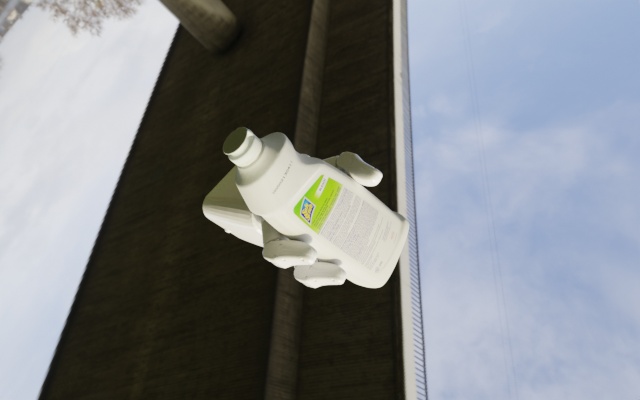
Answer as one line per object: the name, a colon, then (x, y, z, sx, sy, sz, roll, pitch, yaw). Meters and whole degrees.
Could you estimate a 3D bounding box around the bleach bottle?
bleach bottle: (0.000, 0.002, 0.498, 0.068, 0.102, 0.251, 7, -24, 43)
